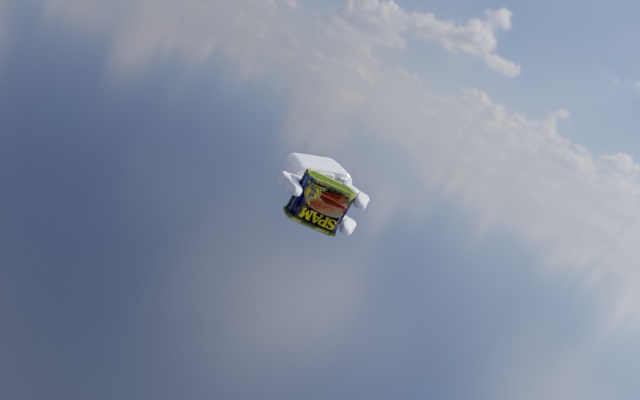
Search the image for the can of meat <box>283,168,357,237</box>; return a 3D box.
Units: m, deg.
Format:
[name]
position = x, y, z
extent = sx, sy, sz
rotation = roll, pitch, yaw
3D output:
[can of meat]
position = 0.000, 0.002, 0.825
extent = 0.102, 0.084, 0.057
rotation = 24, 15, -21
